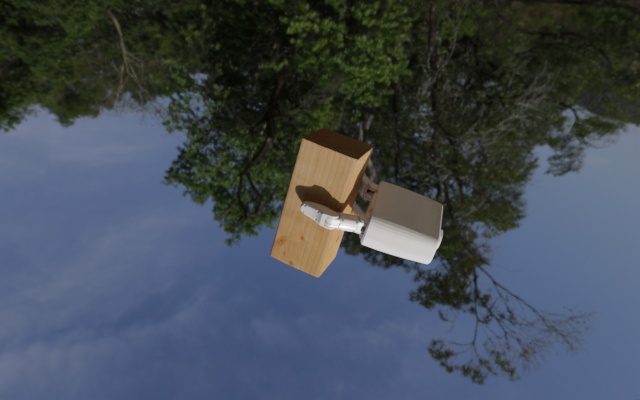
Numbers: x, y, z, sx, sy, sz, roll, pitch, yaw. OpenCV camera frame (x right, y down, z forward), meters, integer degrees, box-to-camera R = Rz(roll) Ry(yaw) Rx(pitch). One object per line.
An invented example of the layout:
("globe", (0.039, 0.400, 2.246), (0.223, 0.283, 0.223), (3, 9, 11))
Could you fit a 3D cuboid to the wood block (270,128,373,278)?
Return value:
("wood block", (0.000, 0.003, 0.753), (0.090, 0.206, 0.090), (23, 25, 13))
